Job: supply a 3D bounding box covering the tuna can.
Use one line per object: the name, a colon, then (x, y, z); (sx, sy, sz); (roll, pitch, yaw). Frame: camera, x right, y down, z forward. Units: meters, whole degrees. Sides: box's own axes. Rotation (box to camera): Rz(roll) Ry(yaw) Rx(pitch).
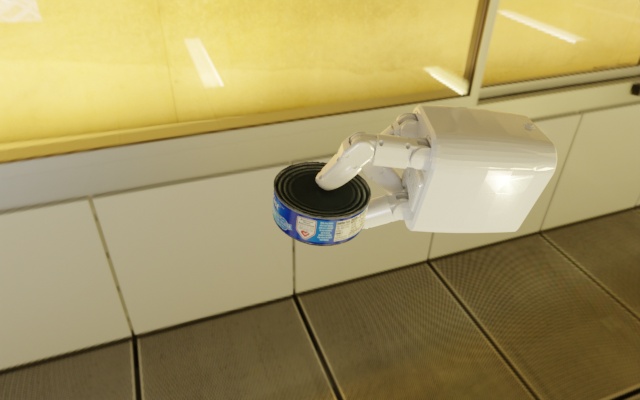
tuna can: (0.000, 0.002, 0.426); (0.086, 0.034, 0.086); (5, 35, -4)
